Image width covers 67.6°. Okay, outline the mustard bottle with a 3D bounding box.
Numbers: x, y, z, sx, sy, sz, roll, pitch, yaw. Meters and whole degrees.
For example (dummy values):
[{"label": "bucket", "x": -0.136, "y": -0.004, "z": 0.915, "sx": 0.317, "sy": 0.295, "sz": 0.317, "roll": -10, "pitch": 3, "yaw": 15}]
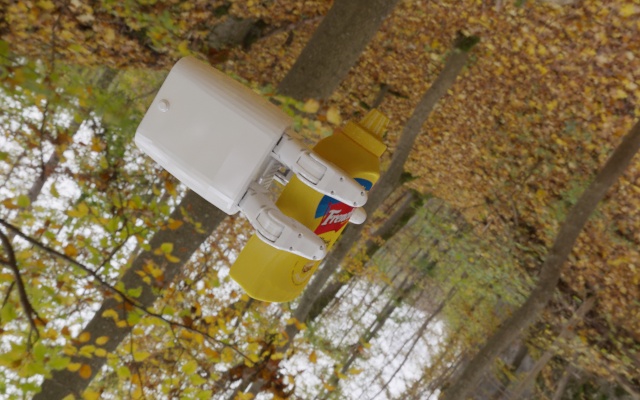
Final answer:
[{"label": "mustard bottle", "x": 0.000, "y": 0.002, "z": 0.433, "sx": 0.058, "sy": 0.191, "sz": 0.096, "roll": 39, "pitch": 10, "yaw": 26}]
